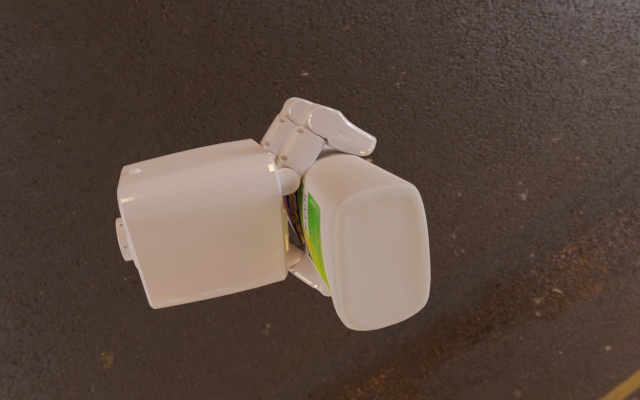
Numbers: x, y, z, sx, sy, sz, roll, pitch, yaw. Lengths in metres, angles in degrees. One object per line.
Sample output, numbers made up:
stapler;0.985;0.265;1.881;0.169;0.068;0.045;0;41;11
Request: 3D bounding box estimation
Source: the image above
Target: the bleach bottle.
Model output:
bleach bottle;0.000;0.001;0.408;0.068;0.103;0.250;-13;20;-15
